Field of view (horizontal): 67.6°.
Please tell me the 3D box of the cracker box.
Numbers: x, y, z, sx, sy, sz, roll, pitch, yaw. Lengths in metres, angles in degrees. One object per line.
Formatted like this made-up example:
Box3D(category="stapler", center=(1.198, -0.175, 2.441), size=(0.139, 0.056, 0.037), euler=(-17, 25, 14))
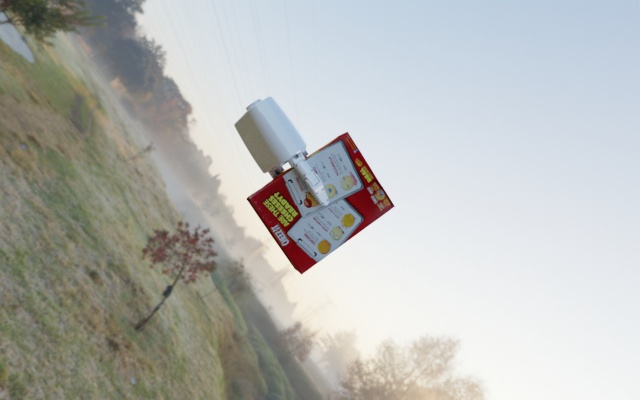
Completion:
Box3D(category="cracker box", center=(0.000, 0.003, 0.863), size=(0.213, 0.164, 0.072), euler=(-35, 8, -11))
